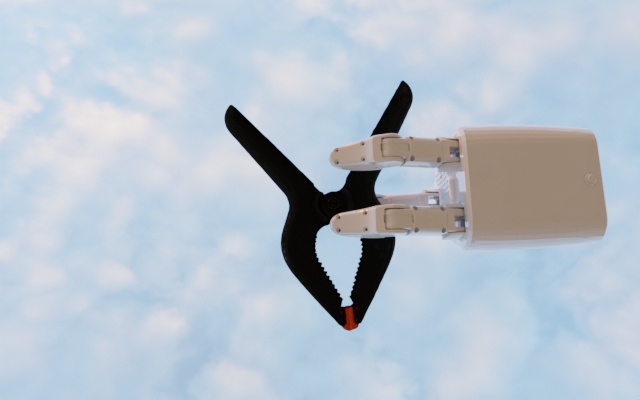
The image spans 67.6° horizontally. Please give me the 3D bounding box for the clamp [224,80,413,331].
[{"bbox_3d":[0.000,0.002,0.404,0.164,0.210,0.036,-2,-10,2],"label":"clamp"}]
